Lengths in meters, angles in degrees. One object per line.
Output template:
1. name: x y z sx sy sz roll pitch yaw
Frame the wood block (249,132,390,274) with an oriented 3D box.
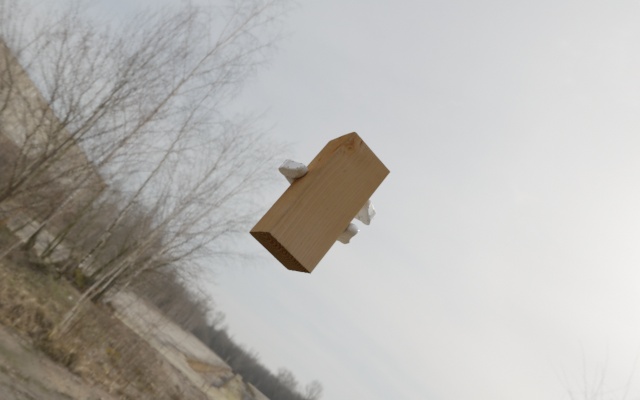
1. wood block: 0.000 0.002 0.734 0.091 0.206 0.090 46 -21 -17
